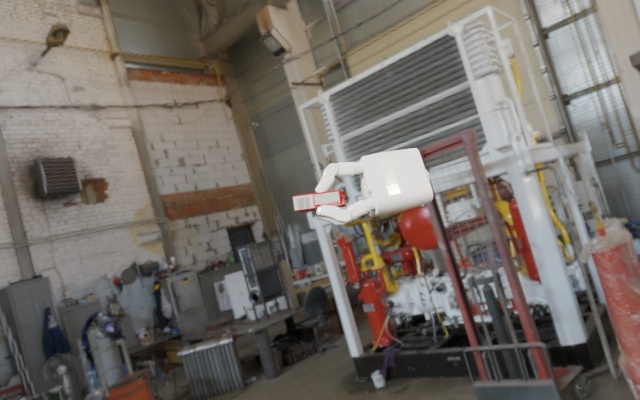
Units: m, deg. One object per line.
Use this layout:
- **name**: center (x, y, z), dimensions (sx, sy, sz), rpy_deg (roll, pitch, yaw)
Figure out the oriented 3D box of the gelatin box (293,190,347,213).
- **gelatin box**: center (0.000, 0.002, 0.876), dimensions (0.089, 0.030, 0.073), rpy_deg (-8, -4, 8)
